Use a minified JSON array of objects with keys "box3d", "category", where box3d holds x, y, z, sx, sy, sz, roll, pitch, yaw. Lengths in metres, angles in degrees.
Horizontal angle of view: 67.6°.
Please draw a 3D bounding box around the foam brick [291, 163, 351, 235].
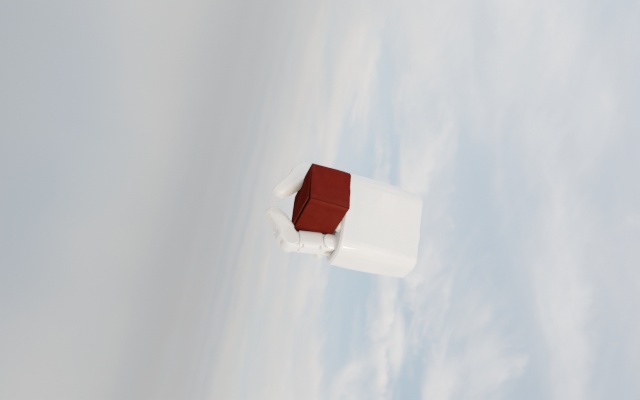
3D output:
[{"box3d":[0.000,0.002,0.578,0.051,0.053,0.078,14,-36,-12],"category":"foam brick"}]
